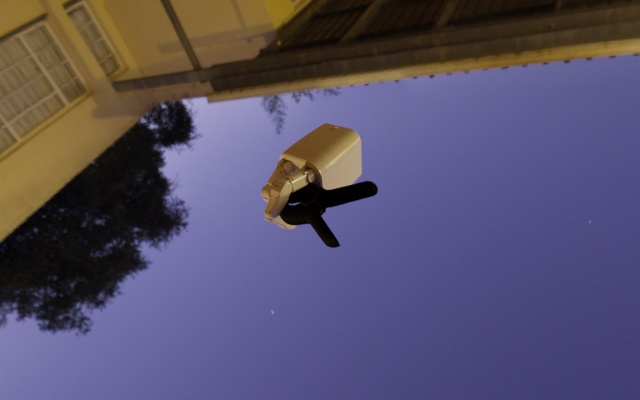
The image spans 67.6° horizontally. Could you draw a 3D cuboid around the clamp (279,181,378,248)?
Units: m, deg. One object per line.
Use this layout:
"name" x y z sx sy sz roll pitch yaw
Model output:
"clamp" 0.000 0.003 0.713 0.120 0.039 0.171 -41 40 -26
